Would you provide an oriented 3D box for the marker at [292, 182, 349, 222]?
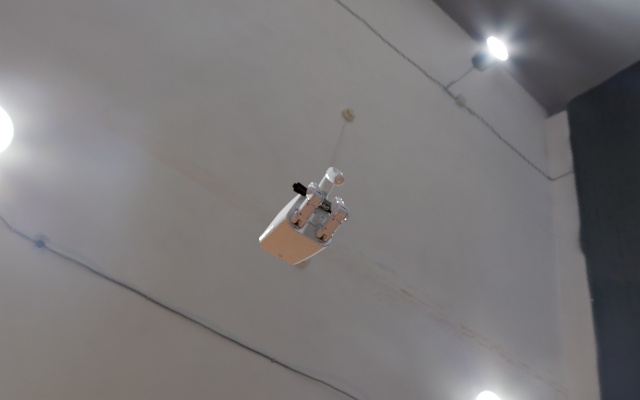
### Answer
[{"bbox_3d":[0.000,0.003,0.868,0.121,0.020,0.020,32,-12,-20],"label":"marker"}]
